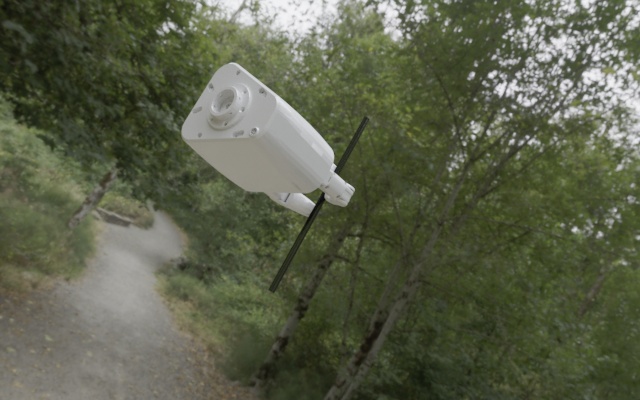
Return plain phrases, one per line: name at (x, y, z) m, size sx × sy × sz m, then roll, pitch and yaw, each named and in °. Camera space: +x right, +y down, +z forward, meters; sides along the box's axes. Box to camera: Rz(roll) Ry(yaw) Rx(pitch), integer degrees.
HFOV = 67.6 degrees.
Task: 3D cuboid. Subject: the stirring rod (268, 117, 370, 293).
stirring rod at (0.000, 0.002, 0.573) m, size 0.011 × 0.239 × 0.011 m, roll 28°, pitch -9°, yaw 5°
